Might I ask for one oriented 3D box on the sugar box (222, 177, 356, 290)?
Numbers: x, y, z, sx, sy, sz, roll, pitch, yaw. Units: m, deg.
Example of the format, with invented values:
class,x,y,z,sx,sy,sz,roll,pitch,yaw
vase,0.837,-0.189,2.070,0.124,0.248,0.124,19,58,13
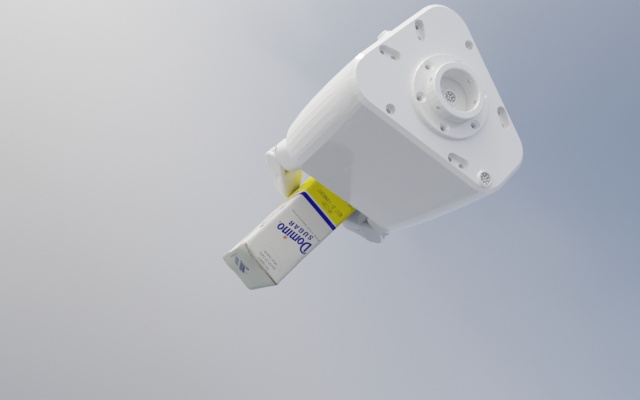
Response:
class,x,y,z,sx,sy,sz,roll,pitch,yaw
sugar box,0.000,0.001,0.412,0.176,0.048,0.093,-40,3,-24
